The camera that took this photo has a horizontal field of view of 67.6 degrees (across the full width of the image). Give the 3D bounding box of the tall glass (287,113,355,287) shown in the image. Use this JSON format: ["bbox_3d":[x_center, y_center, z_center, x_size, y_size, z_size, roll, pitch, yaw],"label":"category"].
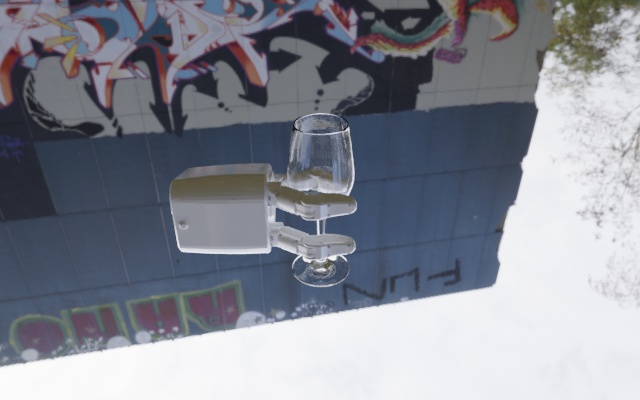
[{"bbox_3d":[0.000,0.002,0.568,0.079,0.201,0.079,0,31,0],"label":"tall glass"}]
